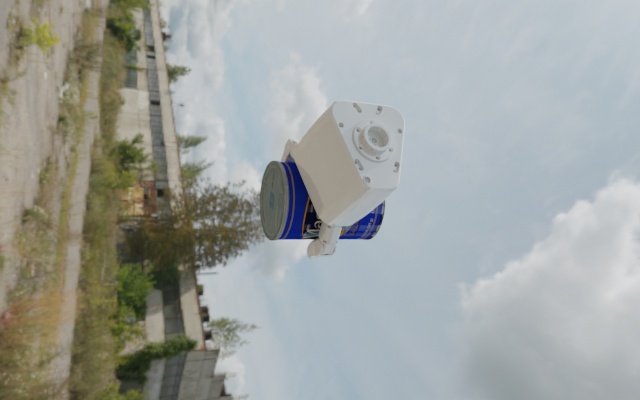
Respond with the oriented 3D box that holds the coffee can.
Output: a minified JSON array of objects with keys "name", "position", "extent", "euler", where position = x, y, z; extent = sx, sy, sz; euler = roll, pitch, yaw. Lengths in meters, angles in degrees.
[{"name":"coffee can","position":[0.000,0.002,0.639],"extent":[0.140,0.103,0.103],"euler":[2,-1,-23]}]
